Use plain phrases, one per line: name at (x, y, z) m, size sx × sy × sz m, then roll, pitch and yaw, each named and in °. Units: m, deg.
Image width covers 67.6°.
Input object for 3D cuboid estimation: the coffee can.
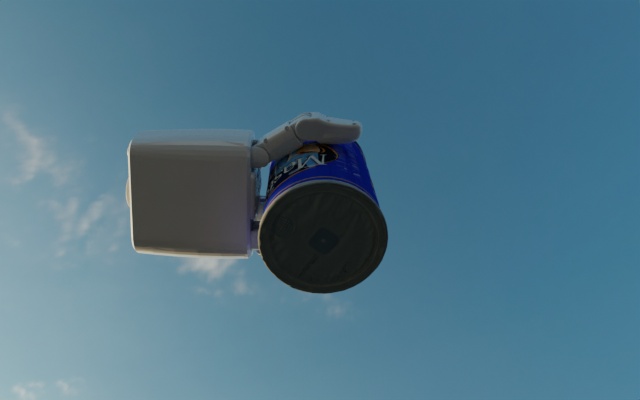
coffee can at (0.000, 0.001, 0.437) m, size 0.103 × 0.103 × 0.140 m, roll 0°, pitch 27°, yaw -2°
